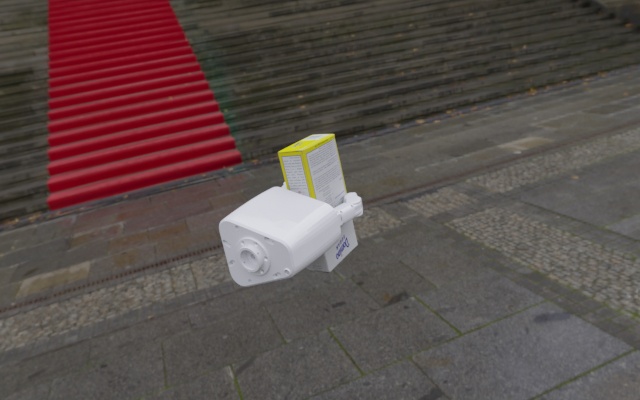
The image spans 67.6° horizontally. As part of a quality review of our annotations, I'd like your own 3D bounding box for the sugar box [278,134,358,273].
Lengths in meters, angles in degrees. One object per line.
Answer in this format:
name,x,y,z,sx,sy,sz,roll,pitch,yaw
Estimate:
sugar box,0.000,0.002,0.671,0.048,0.176,0.093,2,22,32
